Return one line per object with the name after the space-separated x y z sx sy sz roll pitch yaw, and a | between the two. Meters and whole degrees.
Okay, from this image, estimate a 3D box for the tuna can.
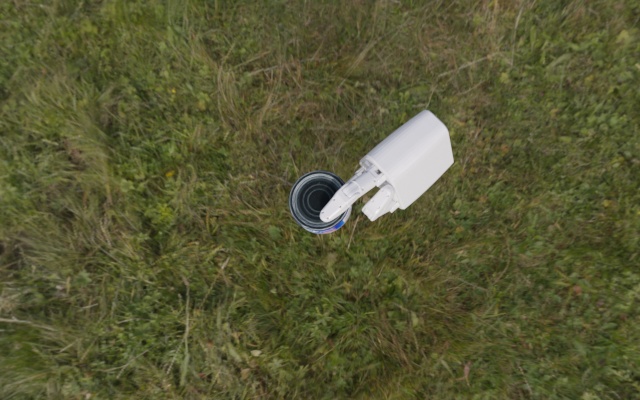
0.000 0.002 0.661 0.086 0.086 0.034 0 -10 9 | tuna can
